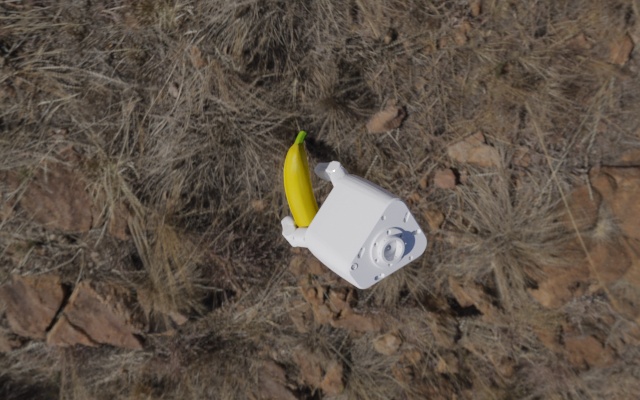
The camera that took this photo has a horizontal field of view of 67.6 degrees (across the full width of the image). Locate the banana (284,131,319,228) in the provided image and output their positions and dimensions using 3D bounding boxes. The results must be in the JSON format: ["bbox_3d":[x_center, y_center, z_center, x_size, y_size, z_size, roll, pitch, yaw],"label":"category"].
[{"bbox_3d":[-0.013,0.006,0.670,0.037,0.198,0.069,4,26,45],"label":"banana"}]
